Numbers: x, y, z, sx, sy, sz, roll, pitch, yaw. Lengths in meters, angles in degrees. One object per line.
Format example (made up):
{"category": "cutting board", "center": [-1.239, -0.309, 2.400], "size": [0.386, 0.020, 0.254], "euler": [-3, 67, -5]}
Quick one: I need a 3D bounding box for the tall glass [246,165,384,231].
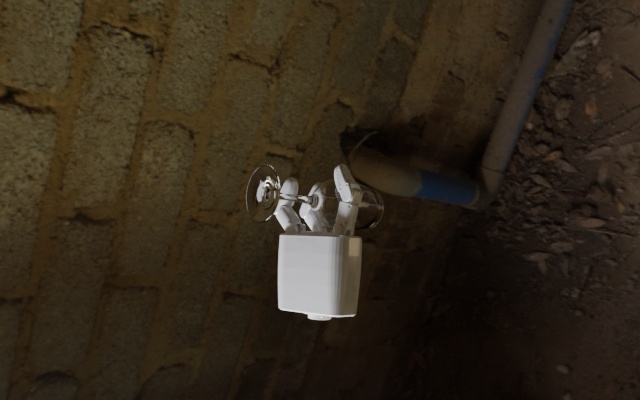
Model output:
{"category": "tall glass", "center": [0.000, 0.002, 0.672], "size": [0.201, 0.079, 0.079], "euler": [8, -5, -41]}
